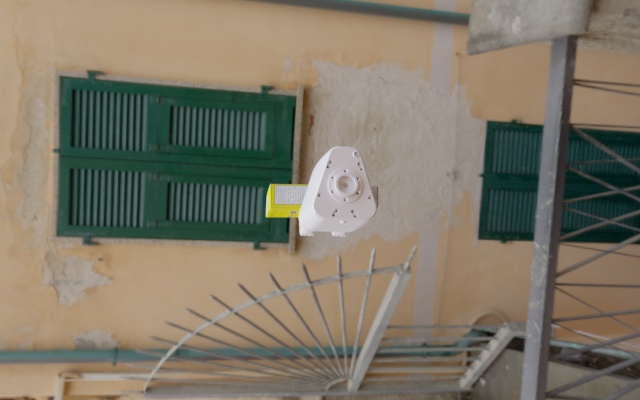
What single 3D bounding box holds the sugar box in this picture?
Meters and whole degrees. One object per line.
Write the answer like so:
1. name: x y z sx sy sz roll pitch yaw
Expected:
1. sugar box: 0.000 0.003 0.797 0.176 0.048 0.093 3 -11 -10
